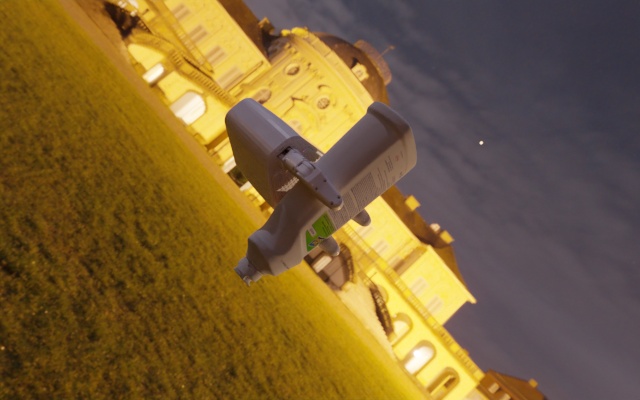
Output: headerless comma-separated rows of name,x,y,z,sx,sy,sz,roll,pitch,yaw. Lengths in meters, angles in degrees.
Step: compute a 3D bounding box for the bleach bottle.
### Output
bleach bottle,0.000,0.002,0.558,0.068,0.251,0.103,44,-9,32
